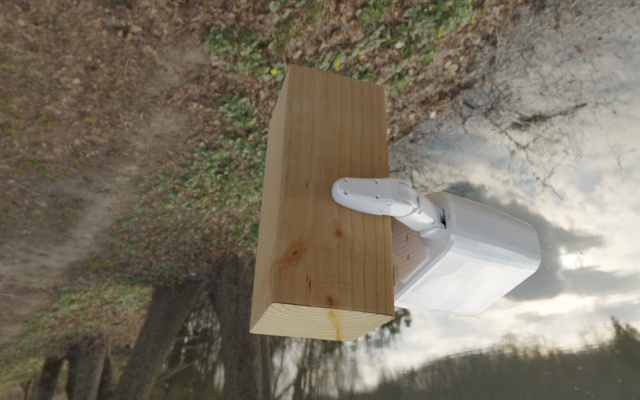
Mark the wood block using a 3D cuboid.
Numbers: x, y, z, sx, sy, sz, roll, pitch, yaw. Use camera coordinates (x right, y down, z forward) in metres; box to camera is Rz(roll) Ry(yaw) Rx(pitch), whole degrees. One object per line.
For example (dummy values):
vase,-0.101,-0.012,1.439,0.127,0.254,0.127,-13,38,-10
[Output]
wood block,0.001,0.001,0.400,0.090,0.206,0.091,10,-29,-15
